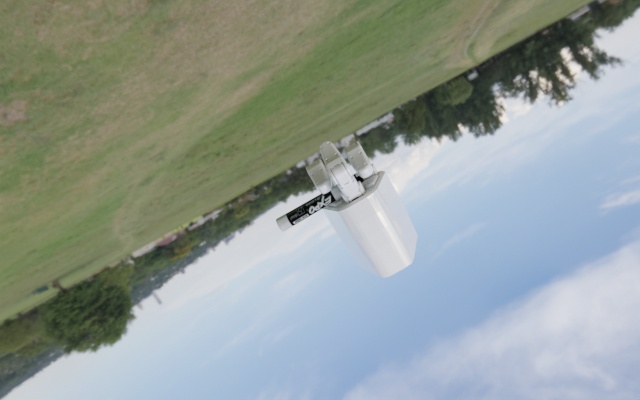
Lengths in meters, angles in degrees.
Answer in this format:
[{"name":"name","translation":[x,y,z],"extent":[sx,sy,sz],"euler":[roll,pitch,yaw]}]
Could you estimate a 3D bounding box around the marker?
[{"name":"marker","translation":[0.000,0.002,0.598],"extent":[0.121,0.020,0.020],"euler":[-30,-4,6]}]
